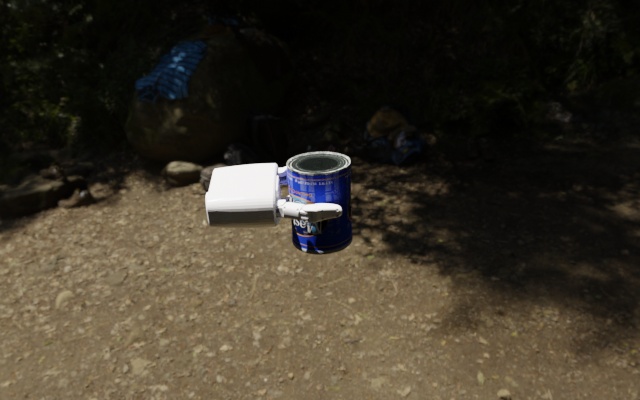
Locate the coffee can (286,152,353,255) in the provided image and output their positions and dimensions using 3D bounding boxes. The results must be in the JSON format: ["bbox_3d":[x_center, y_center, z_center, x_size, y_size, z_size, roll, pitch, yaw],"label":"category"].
[{"bbox_3d":[0.000,0.003,0.782,0.103,0.140,0.102,-2,24,1],"label":"coffee can"}]
